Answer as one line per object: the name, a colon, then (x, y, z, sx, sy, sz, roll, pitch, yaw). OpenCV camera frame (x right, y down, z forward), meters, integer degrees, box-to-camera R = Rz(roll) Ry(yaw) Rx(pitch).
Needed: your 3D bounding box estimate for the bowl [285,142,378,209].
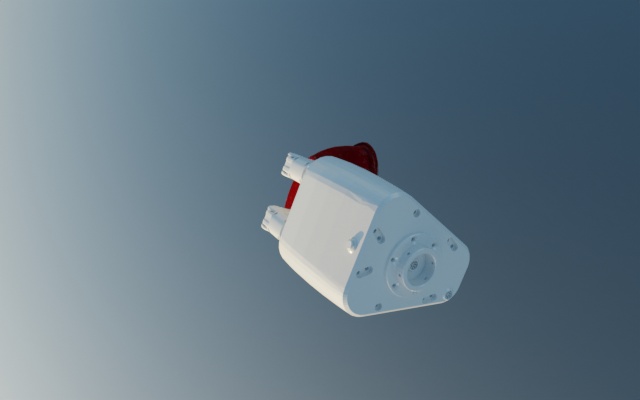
bowl: (-0.001, 0.002, 0.538, 0.055, 0.162, 0.162, 19, -6, -18)
